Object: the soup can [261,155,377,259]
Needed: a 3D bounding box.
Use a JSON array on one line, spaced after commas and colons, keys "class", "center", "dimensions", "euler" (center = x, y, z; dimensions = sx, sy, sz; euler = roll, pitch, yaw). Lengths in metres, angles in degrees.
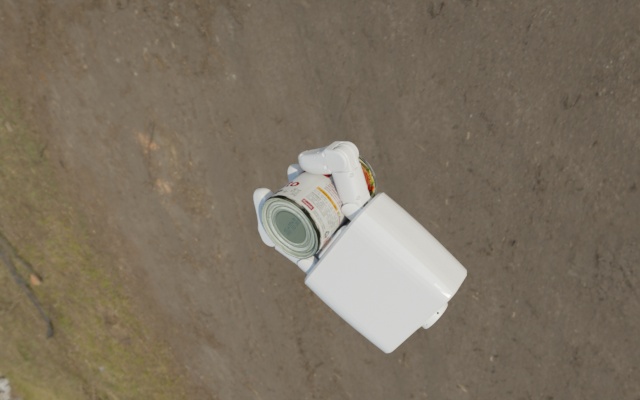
[{"class": "soup can", "center": [0.000, 0.001, 0.459], "dimensions": [0.068, 0.068, 0.102], "euler": [0, 29, 41]}]
